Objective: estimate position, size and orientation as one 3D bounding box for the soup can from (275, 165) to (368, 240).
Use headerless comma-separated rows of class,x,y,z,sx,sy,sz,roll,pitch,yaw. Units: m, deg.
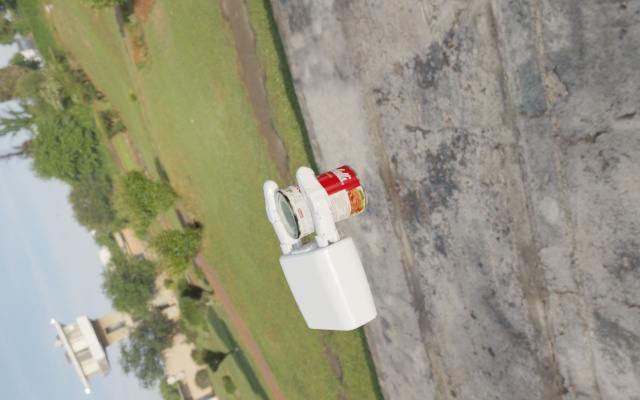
soup can,0.000,0.002,0.619,0.102,0.068,0.068,-22,8,-20
